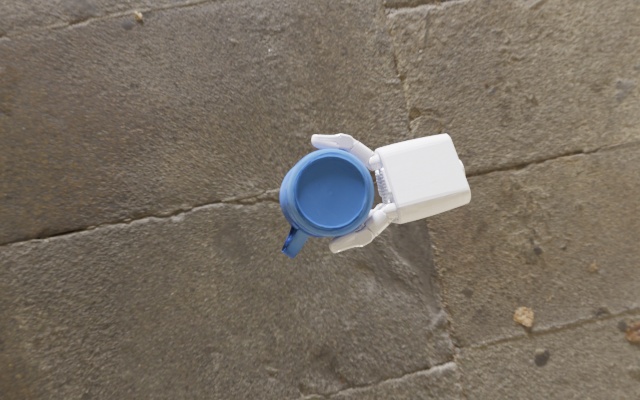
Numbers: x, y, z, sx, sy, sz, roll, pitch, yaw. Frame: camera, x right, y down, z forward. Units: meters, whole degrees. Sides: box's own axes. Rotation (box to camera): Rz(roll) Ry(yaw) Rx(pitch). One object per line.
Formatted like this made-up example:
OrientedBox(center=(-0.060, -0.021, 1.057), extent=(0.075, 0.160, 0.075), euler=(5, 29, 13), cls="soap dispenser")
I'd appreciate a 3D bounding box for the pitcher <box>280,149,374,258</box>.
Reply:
OrientedBox(center=(0.000, 0.002, 0.690), extent=(0.145, 0.149, 0.243), euler=(-12, 0, -4), cls="pitcher")
